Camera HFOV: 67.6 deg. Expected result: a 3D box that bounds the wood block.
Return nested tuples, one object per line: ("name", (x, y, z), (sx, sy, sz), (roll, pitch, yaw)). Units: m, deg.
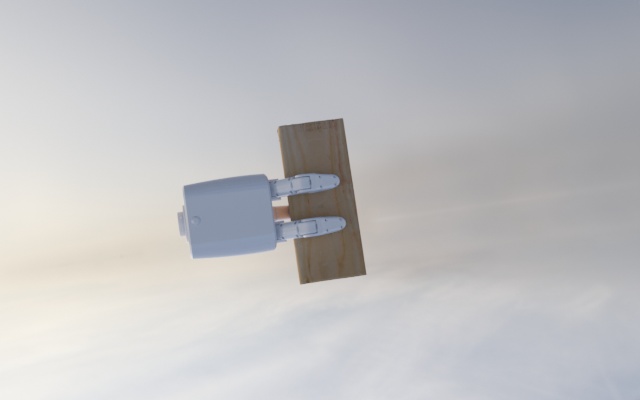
("wood block", (0.000, 0.002, 0.658), (0.090, 0.206, 0.091), (-8, -3, -4))
